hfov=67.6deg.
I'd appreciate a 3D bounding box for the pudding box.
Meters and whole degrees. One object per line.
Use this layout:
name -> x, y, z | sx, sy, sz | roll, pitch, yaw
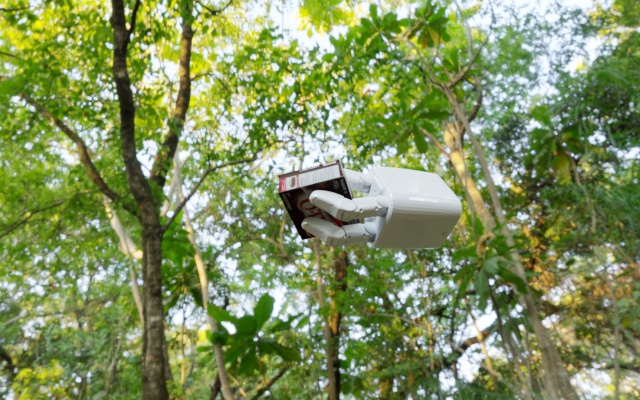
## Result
pudding box -> 0.000, 0.002, 0.657 | 0.090, 0.039, 0.114 | -15, -44, 7
